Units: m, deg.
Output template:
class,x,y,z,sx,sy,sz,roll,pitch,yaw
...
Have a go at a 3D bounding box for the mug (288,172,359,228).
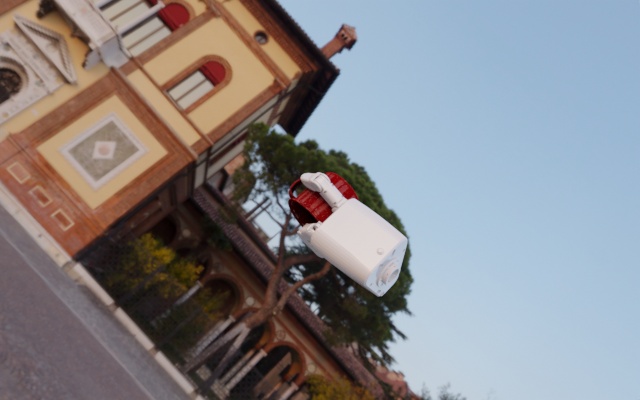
class,x,y,z,sx,sy,sz,roll,pitch,yaw
mug,-0.001,0.002,0.774,0.117,0.081,0.093,37,-22,29
